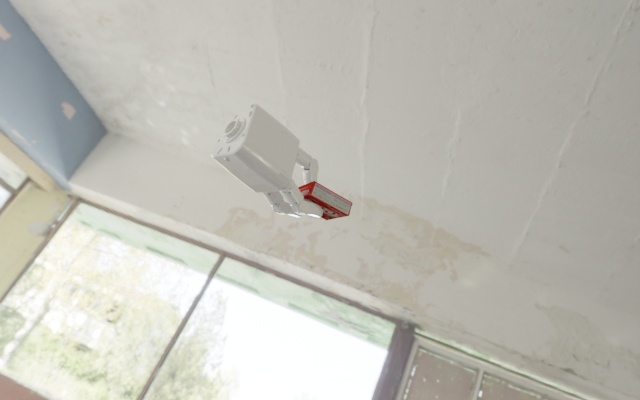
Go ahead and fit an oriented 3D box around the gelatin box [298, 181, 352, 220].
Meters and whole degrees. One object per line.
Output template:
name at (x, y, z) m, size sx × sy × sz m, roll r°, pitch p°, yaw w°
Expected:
gelatin box at (0.001, 0.003, 0.853) m, size 0.089 × 0.030 × 0.073 m, roll 28°, pitch -22°, yaw -25°
